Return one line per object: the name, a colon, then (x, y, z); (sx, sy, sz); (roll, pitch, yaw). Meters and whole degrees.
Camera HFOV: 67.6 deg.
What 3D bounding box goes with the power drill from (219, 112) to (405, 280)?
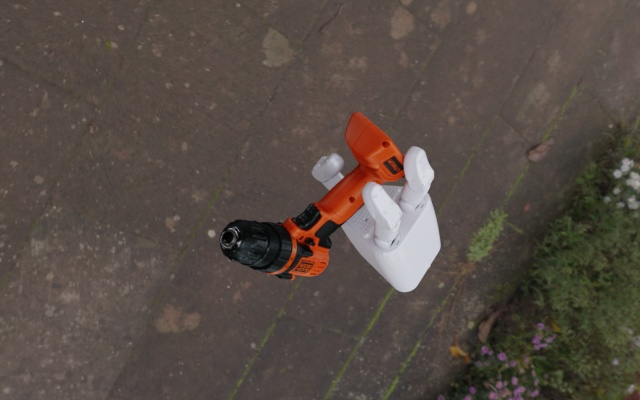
power drill: (0.001, 0.001, 0.494); (0.057, 0.187, 0.184); (47, 9, 24)
